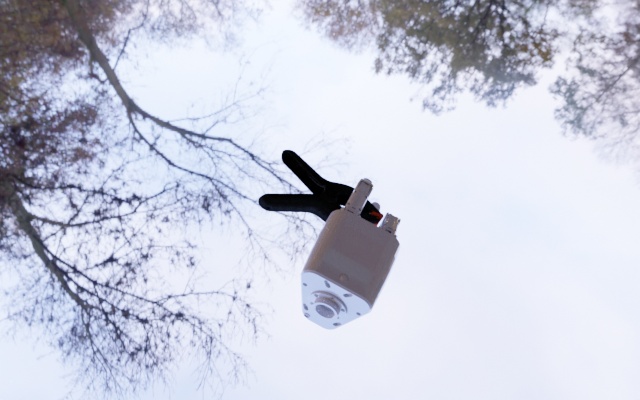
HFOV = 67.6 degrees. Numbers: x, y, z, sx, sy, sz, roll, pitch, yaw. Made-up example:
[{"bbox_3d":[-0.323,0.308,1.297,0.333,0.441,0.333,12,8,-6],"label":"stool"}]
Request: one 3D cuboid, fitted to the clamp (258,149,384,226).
[{"bbox_3d":[0.000,0.003,0.652,0.171,0.120,0.039,28,-42,4],"label":"clamp"}]
